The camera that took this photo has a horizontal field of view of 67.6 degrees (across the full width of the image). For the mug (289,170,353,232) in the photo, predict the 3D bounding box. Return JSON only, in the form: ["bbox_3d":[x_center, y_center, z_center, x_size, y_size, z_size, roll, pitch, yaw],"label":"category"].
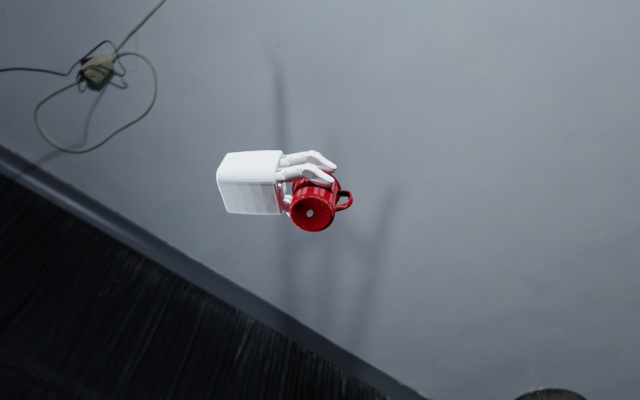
[{"bbox_3d":[0.002,0.003,0.859,0.117,0.093,0.081,-1,33,8],"label":"mug"}]
